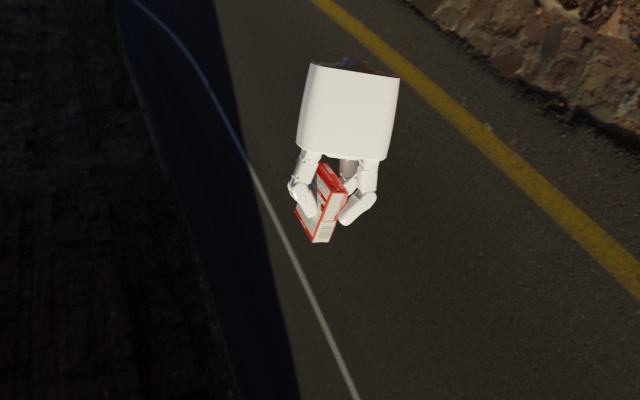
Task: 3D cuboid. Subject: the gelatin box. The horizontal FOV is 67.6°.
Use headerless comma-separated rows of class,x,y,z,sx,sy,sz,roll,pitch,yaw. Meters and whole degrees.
gelatin box,0.000,0.002,0.666,0.030,0.089,0.073,2,34,-30
